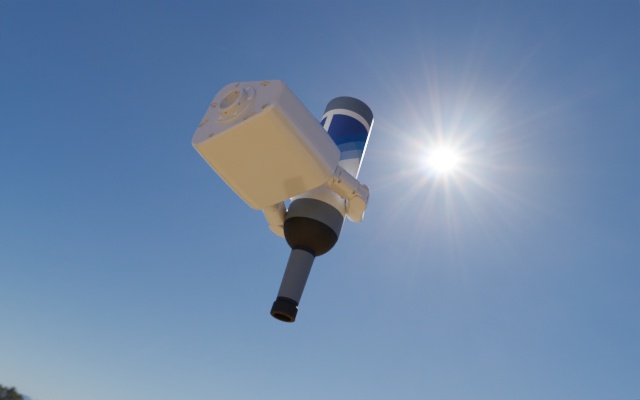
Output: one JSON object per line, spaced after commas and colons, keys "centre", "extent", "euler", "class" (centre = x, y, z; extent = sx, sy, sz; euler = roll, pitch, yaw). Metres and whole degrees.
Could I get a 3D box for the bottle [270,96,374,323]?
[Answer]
{"centre": [0.000, 0.002, 0.568], "extent": [0.069, 0.295, 0.069], "euler": [13, -32, 8], "class": "bottle"}
